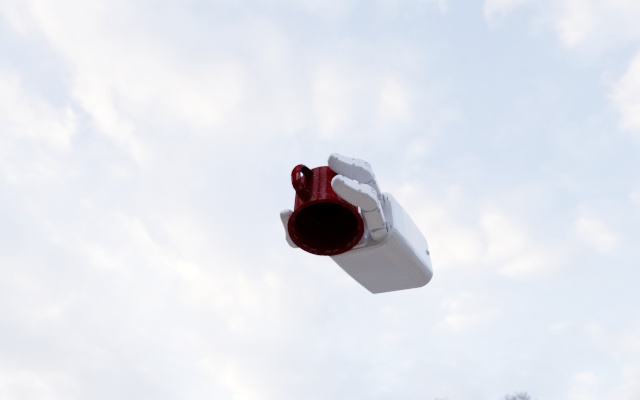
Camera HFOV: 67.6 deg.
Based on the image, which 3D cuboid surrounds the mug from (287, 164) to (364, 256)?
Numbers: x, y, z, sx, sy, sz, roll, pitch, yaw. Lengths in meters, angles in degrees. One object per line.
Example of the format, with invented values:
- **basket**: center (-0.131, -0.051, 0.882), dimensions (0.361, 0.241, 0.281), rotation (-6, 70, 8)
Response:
- **mug**: center (-0.001, 0.001, 0.599), dimensions (0.093, 0.117, 0.081), rotation (-29, 33, 22)
